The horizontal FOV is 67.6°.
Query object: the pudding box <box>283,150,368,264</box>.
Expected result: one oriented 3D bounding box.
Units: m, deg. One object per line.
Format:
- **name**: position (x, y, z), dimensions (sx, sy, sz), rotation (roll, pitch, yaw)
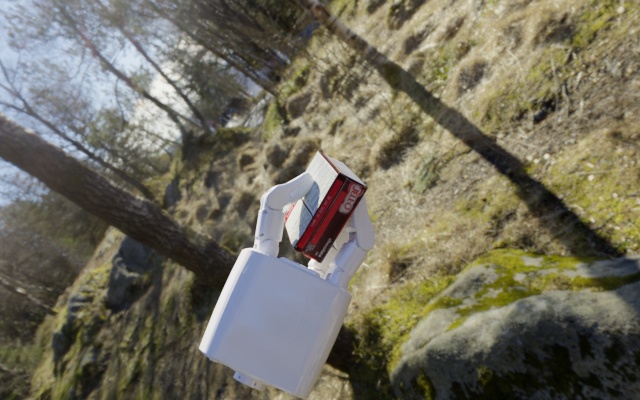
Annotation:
- **pudding box**: position (0.000, 0.002, 0.506), dimensions (0.039, 0.090, 0.113), rotation (29, 11, -20)
